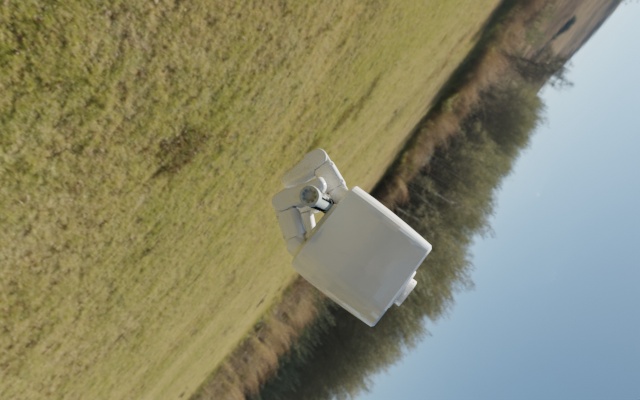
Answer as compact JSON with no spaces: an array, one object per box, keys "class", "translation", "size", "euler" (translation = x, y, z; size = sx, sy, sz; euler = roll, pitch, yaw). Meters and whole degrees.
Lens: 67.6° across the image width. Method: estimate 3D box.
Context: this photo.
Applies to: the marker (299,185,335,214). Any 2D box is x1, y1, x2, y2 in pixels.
[{"class":"marker","translation":[0.000,0.002,0.486],"size":[0.020,0.020,0.121],"euler":[0,-6,10]}]
